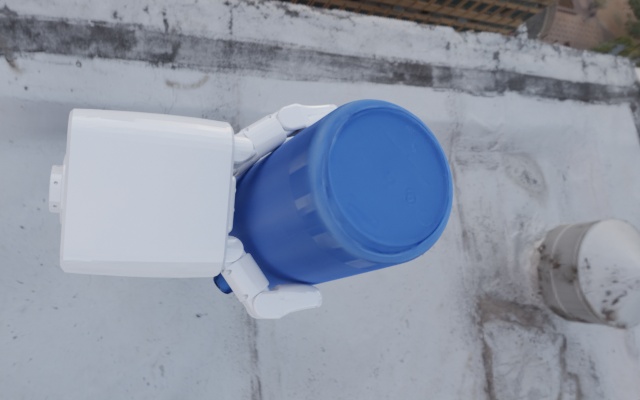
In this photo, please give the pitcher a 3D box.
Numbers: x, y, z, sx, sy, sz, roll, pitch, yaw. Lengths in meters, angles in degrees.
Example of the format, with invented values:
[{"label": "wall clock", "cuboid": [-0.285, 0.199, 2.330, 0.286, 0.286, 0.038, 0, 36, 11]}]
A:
[{"label": "pitcher", "cuboid": [0.000, 0.001, 0.405, 0.145, 0.149, 0.243, 4, -13, -24]}]
